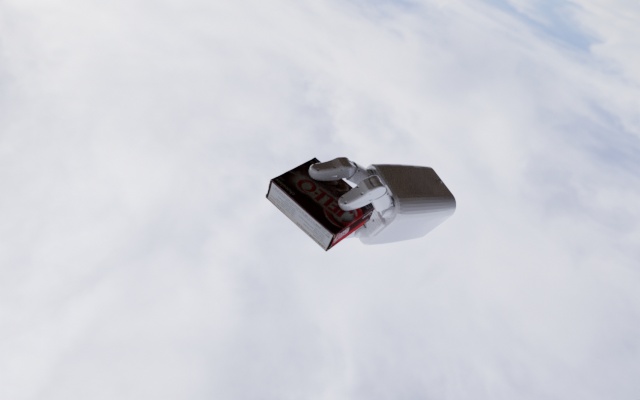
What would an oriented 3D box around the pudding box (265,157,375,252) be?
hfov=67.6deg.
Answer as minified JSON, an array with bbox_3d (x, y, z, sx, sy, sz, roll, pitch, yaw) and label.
[{"bbox_3d":[0.000,0.002,0.614,0.113,0.039,0.090,39,42,20],"label":"pudding box"}]
